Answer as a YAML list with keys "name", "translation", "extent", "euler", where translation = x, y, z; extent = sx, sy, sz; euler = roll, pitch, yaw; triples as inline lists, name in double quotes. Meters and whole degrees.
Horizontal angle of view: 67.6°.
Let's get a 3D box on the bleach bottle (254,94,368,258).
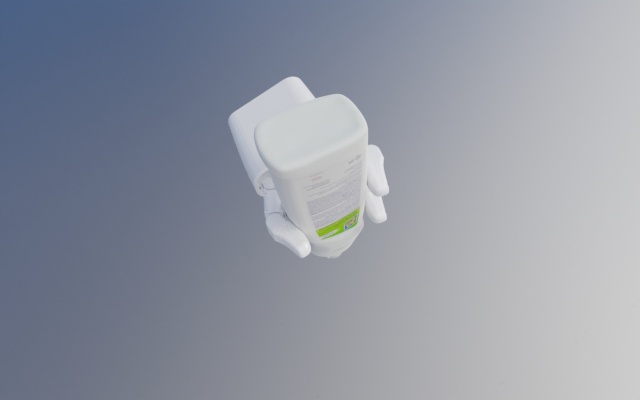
- name: "bleach bottle"
  translation: [0.000, 0.002, 0.523]
  extent: [0.102, 0.068, 0.251]
  euler: [-24, -30, -11]
